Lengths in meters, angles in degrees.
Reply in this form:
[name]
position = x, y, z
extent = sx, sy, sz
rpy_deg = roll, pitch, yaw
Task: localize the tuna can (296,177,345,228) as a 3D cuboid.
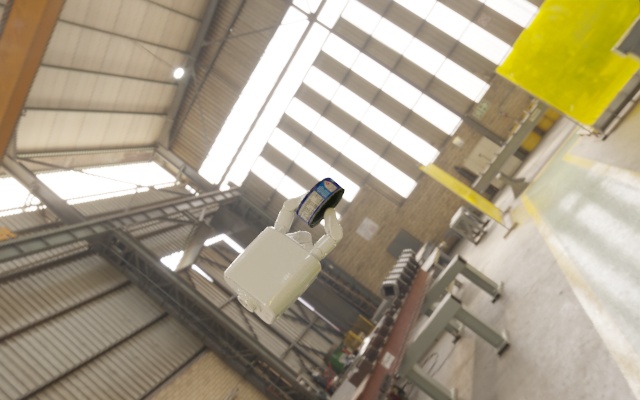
[tuna can]
position = 0.000, 0.002, 0.782
extent = 0.033, 0.086, 0.086
rpy_deg = 42, 11, 13
